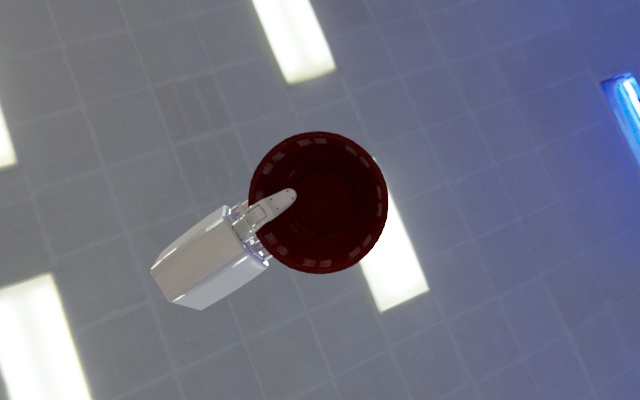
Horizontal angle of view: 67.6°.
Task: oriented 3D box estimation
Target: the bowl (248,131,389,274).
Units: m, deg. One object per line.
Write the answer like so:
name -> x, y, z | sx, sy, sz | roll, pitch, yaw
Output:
bowl -> 0.001, 0.001, 0.561 | 0.162, 0.162, 0.055 | 0, 3, 11
